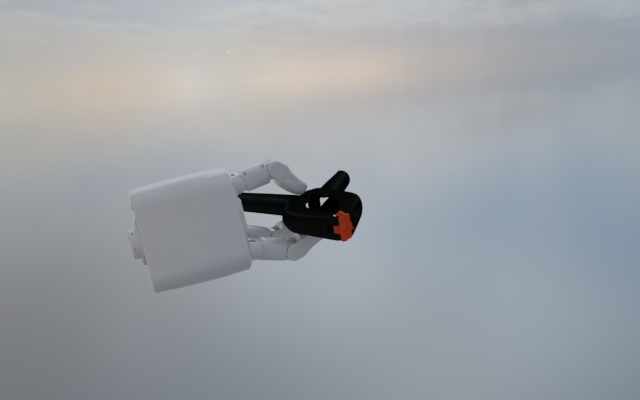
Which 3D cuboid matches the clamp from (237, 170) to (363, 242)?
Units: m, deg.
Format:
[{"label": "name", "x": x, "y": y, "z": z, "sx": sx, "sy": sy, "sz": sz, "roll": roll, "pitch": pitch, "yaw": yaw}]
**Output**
[{"label": "clamp", "x": 0.000, "y": 0.001, "z": 0.588, "sx": 0.164, "sy": 0.036, "sz": 0.210, "roll": -17, "pitch": 18, "yaw": -23}]
